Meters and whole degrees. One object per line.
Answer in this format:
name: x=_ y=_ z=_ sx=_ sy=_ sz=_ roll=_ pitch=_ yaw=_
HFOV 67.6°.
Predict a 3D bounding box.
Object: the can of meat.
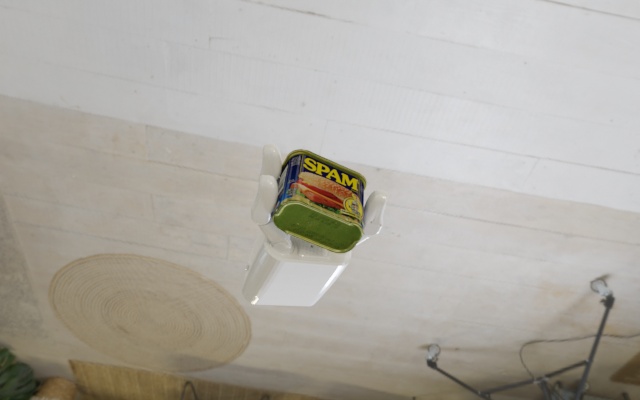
can of meat: x=0.000 y=0.002 z=0.532 sx=0.102 sy=0.083 sz=0.057 roll=23 pitch=-49 yaw=-15
